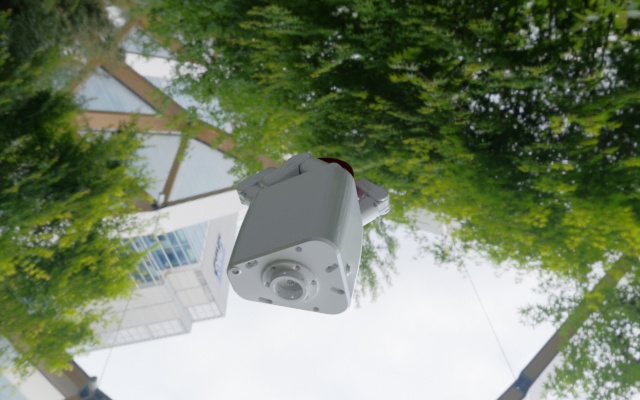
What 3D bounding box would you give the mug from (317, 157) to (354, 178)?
[{"bbox_3d":[0.000,0.001,0.558,0.093,0.082,0.117,-4,34,14],"label":"mug"}]
